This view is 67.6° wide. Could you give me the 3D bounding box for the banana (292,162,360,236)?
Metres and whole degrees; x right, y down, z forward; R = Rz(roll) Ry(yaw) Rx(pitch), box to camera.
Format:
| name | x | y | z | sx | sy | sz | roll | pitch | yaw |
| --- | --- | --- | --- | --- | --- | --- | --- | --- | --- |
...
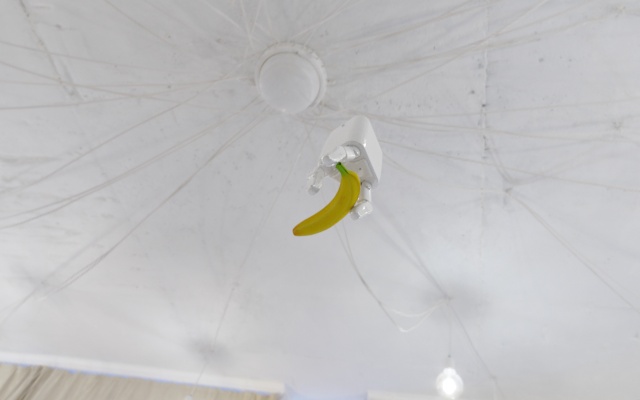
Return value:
| name | x | y | z | sx | sy | sz | roll | pitch | yaw |
| --- | --- | --- | --- | --- | --- | --- | --- | --- | --- |
| banana | 0.018 | 0.009 | 0.834 | 0.069 | 0.037 | 0.198 | 26 | -49 | -9 |
